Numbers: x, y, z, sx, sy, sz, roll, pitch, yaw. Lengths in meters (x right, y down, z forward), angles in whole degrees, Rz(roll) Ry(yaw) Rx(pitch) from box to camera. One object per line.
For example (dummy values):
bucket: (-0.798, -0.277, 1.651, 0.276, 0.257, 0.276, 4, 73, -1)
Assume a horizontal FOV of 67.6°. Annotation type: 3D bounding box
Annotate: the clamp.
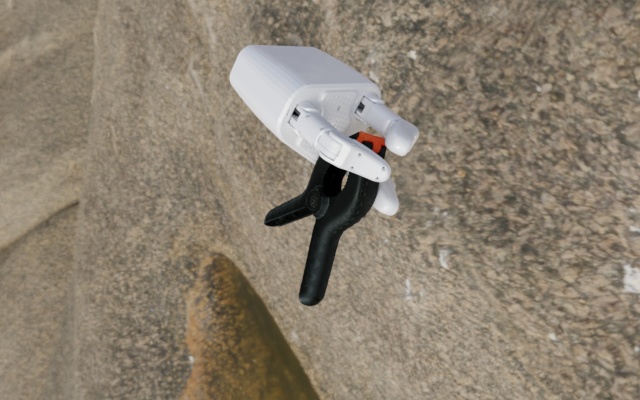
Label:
clamp: (0.000, 0.001, 0.458, 0.039, 0.171, 0.120, 8, 30, -45)
